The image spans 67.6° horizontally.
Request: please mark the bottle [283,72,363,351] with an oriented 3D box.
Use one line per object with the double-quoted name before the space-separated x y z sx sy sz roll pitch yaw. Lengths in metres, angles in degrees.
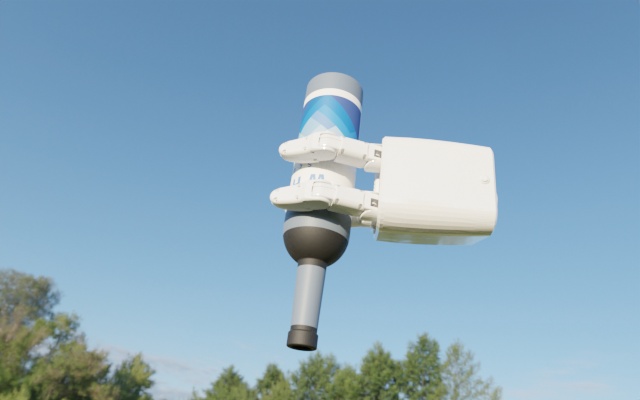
"bottle" 0.000 0.001 0.490 0.069 0.295 0.069 6 -28 3
